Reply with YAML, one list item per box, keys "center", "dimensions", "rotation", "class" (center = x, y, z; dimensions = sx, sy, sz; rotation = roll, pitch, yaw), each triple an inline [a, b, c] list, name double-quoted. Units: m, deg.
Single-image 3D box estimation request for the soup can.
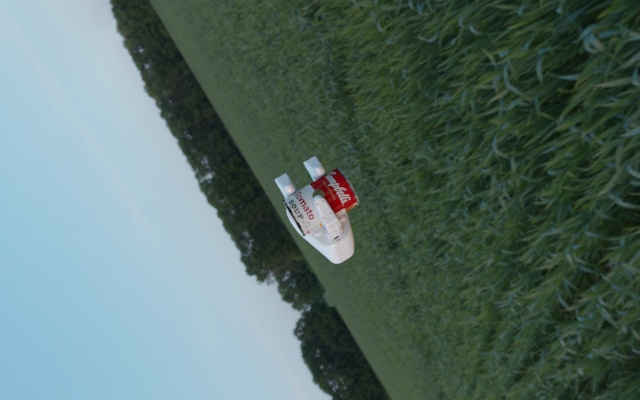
- center: [0.000, 0.002, 0.746]
  dimensions: [0.102, 0.068, 0.068]
  rotation: [-31, 3, -5]
  class: "soup can"
